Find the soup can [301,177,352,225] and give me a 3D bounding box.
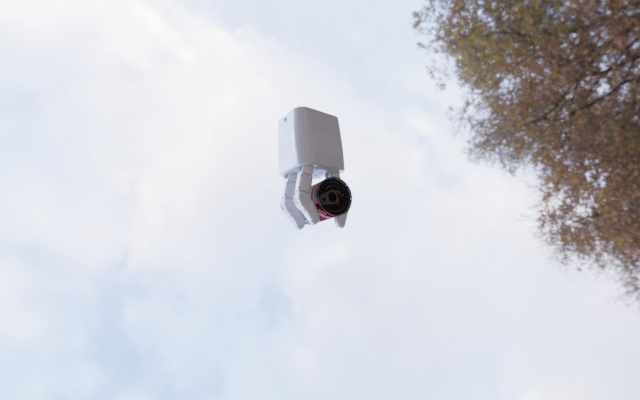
[{"bbox_3d":[0.000,0.003,0.846,0.068,0.068,0.102,0,-12,-30],"label":"soup can"}]
